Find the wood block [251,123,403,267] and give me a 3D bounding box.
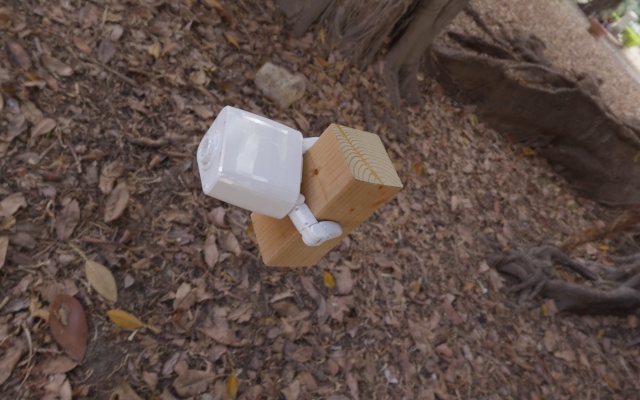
[{"bbox_3d":[0.000,0.002,0.657,0.090,0.090,0.206,7,-39,-40],"label":"wood block"}]
